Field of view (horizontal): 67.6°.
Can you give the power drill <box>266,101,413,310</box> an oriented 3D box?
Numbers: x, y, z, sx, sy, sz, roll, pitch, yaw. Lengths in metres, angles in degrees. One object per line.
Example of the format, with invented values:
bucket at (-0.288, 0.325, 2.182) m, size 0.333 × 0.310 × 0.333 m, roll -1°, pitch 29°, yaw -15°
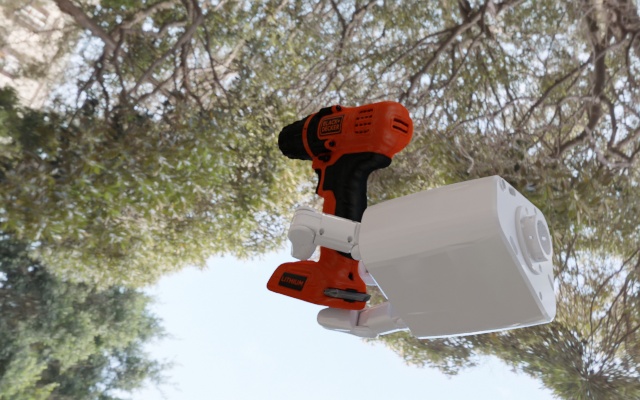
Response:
power drill at (0.000, 0.002, 0.460) m, size 0.057 × 0.187 × 0.184 m, roll 14°, pitch -7°, yaw -33°
